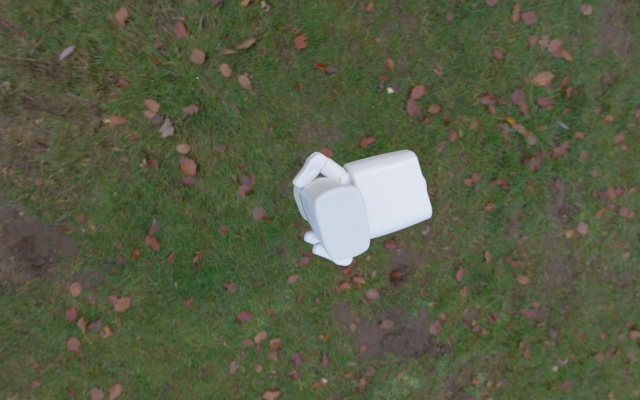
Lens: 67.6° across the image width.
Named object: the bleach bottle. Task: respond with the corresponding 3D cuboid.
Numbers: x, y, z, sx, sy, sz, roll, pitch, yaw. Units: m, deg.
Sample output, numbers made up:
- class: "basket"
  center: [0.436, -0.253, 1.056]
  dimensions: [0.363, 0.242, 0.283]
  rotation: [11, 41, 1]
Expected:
- class: "bleach bottle"
  center: [0.000, 0.002, 0.726]
  dimensions: [0.068, 0.102, 0.250]
  rotation: [-17, 17, -10]
